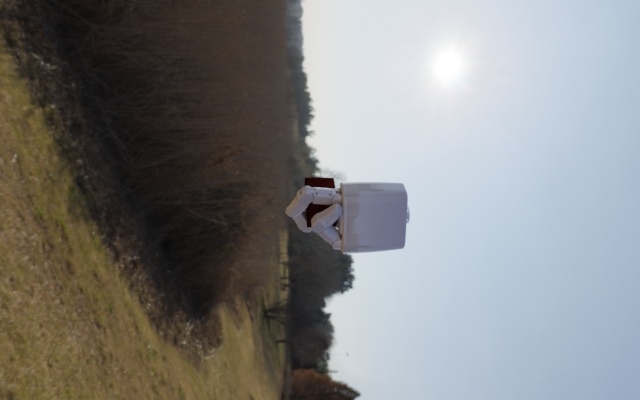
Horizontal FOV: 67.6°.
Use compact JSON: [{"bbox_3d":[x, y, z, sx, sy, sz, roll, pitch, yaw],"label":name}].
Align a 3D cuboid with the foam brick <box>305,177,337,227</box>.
[{"bbox_3d":[0.000,0.002,0.817,0.051,0.053,0.078,-2,37,-3],"label":"foam brick"}]
